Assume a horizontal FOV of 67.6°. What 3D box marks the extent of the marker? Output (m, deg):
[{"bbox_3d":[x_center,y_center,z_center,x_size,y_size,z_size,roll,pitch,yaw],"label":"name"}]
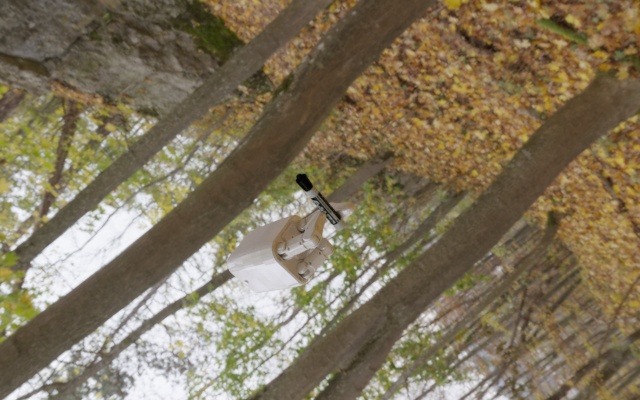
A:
[{"bbox_3d":[0.000,0.002,0.739,0.020,0.020,0.121,0,-41,46],"label":"marker"}]
